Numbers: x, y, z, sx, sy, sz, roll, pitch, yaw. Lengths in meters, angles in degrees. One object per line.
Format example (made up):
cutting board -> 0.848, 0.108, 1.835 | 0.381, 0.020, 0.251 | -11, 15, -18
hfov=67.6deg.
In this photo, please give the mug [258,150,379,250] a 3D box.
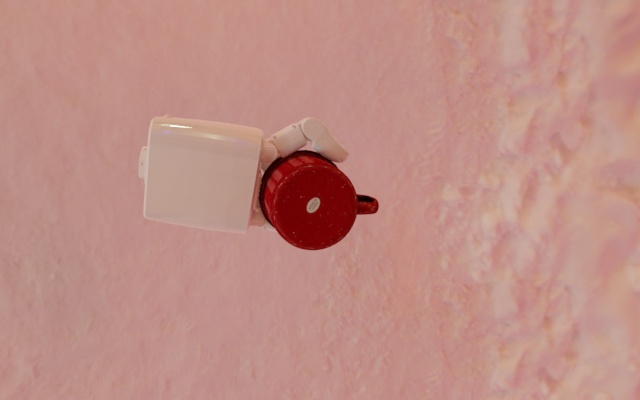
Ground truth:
mug -> 0.002, 0.002, 0.467 | 0.117, 0.093, 0.081 | 7, 8, -12
